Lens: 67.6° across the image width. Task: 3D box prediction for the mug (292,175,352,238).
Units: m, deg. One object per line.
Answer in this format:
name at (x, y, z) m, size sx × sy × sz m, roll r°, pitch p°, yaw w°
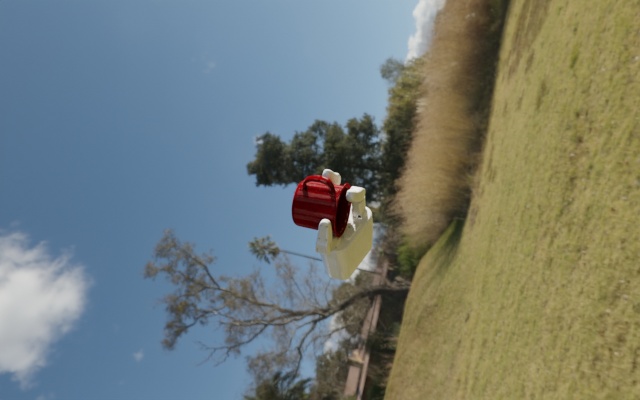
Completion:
mug at (0.000, 0.002, 0.808) m, size 0.081 × 0.093 × 0.117 m, roll 10°, pitch -38°, yaw 18°
